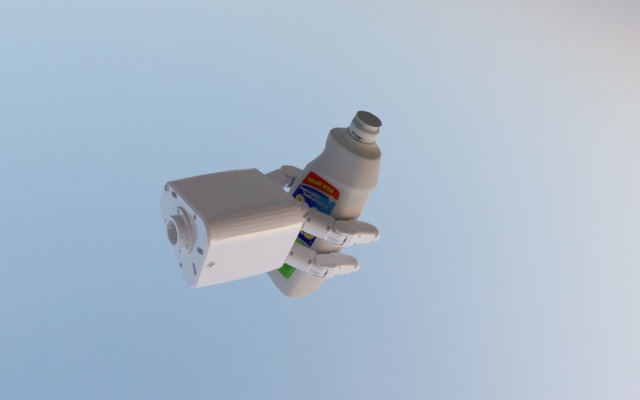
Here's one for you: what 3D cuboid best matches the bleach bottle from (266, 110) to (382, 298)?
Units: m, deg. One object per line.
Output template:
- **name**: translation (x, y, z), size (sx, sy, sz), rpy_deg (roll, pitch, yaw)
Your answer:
- **bleach bottle**: translation (0.000, 0.002, 0.559), size (0.068, 0.251, 0.102), rpy_deg (-11, 50, -39)
